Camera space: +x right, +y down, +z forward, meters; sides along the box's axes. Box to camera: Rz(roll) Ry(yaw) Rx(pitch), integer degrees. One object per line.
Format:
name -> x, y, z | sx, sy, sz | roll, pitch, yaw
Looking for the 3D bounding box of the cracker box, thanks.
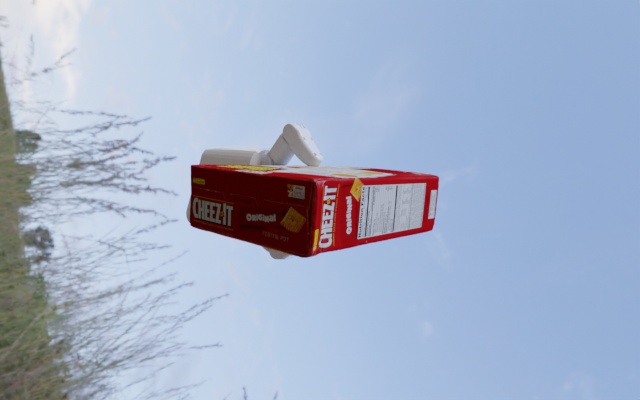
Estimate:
cracker box -> 0.000, 0.001, 0.499 | 0.164, 0.072, 0.213 | 8, 9, 39
